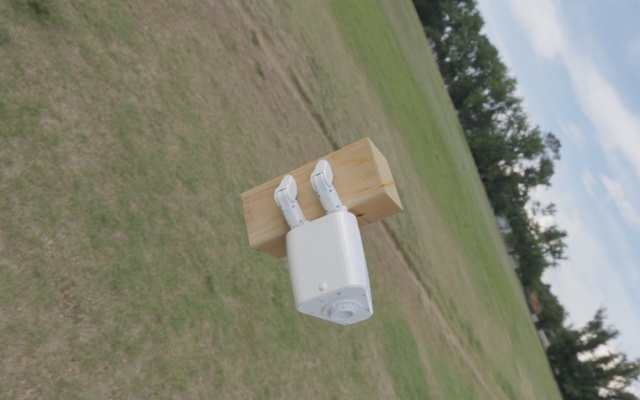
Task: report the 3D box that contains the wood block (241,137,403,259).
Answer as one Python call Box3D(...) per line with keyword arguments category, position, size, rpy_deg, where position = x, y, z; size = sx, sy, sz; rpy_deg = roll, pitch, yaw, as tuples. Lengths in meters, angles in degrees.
Box3D(category="wood block", position=(0.000, 0.003, 0.690), size=(0.206, 0.090, 0.091), rpy_deg=(-22, -25, 17))
